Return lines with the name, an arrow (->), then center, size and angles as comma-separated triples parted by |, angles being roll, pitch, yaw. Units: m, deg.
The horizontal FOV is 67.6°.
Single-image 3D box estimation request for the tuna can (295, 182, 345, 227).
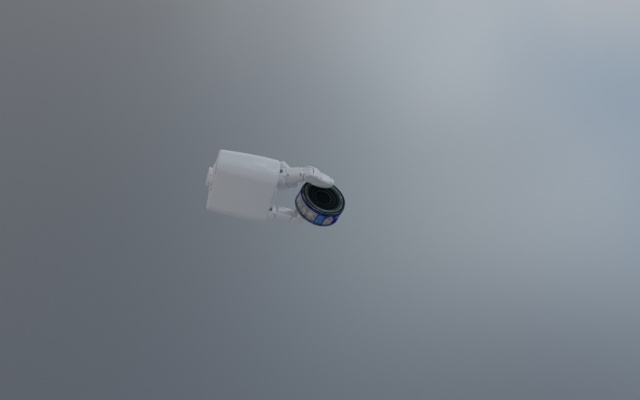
tuna can -> 0.000, 0.002, 0.850 | 0.086, 0.086, 0.034 | 0, -40, -30
